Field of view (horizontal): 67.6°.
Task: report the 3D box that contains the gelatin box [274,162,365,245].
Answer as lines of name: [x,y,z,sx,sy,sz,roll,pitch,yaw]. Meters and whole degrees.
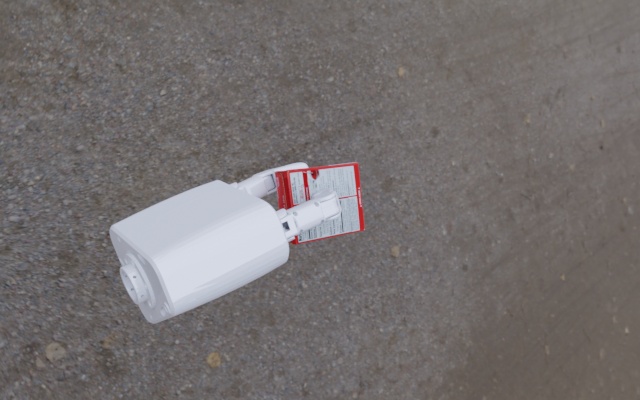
gelatin box: [0.001,0.002,0.489,0.089,0.073,0.030,-9,5,-32]
